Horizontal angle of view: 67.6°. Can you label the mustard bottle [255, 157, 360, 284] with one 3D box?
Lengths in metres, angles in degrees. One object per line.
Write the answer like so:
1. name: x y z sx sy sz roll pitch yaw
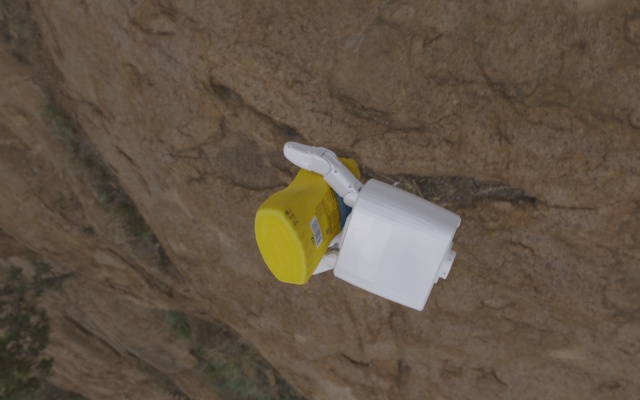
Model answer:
1. mustard bottle: 0.000 0.002 0.552 0.058 0.096 0.191 1 31 30
